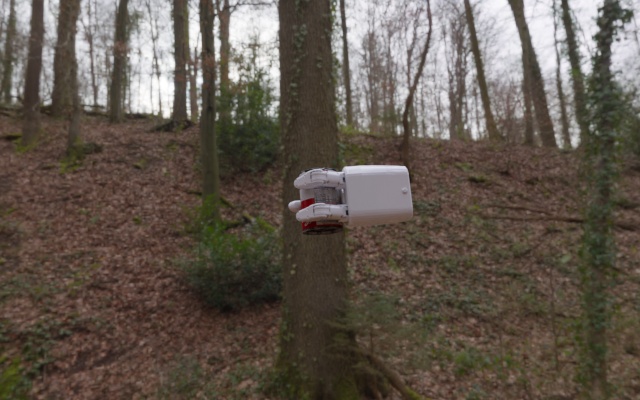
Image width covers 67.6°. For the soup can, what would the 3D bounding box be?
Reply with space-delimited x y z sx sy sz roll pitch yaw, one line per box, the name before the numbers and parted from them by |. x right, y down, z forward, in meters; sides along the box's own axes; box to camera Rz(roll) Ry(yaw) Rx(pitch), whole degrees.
soup can | 0.000 0.002 0.801 0.068 0.102 0.068 -4 -12 -1
